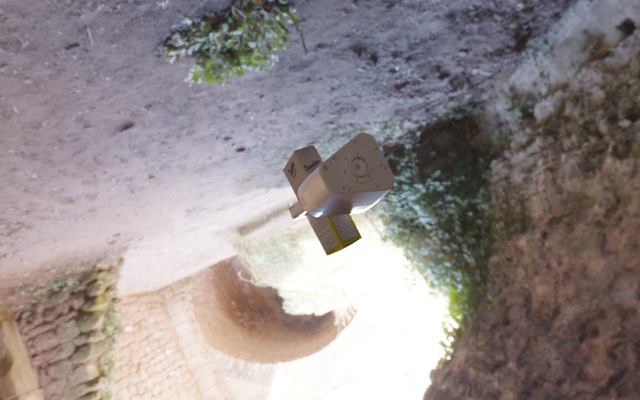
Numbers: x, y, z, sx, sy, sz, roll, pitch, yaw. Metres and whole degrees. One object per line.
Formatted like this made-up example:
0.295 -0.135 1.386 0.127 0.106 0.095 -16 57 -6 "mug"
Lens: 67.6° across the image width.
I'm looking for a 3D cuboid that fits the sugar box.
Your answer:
0.001 0.003 0.808 0.048 0.176 0.093 -21 -9 -22 "sugar box"
